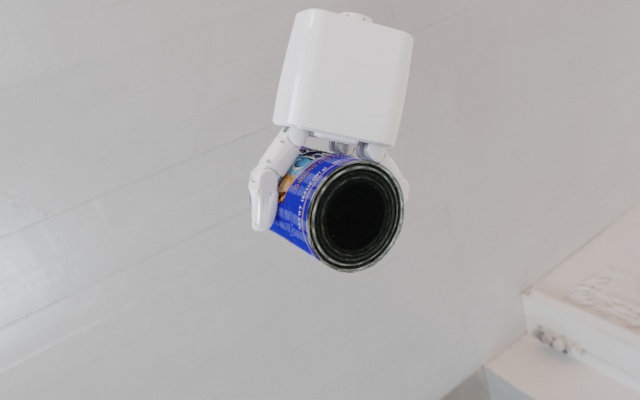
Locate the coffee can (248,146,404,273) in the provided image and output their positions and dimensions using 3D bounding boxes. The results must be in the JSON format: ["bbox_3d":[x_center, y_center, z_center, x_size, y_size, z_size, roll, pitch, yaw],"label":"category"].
[{"bbox_3d":[0.000,0.002,0.479,0.103,0.103,0.140,0,11,-30],"label":"coffee can"}]
